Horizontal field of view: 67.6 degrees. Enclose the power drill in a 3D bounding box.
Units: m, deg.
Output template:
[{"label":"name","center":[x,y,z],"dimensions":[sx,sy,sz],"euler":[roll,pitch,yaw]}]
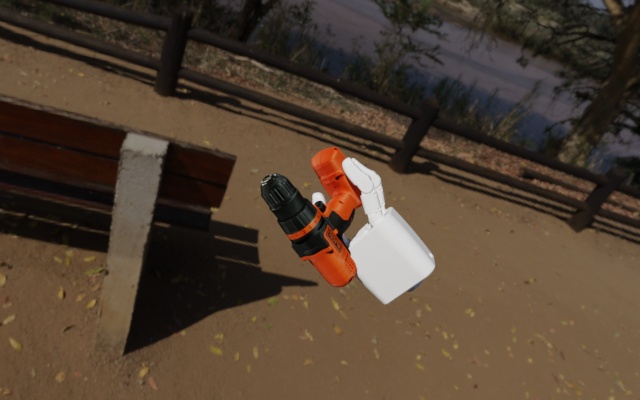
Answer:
[{"label":"power drill","center":[0.000,0.002,0.674],"dimensions":[0.057,0.184,0.187],"euler":[-21,26,30]}]
